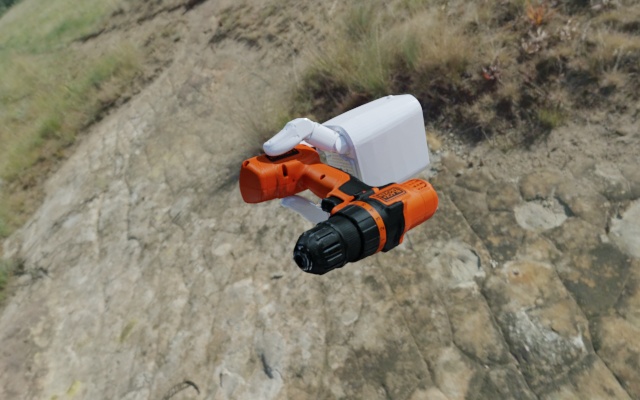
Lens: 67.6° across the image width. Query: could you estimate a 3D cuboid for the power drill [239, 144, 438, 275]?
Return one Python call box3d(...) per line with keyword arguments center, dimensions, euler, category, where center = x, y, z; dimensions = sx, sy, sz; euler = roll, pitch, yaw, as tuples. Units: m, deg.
box3d(center=(0.000, 0.001, 0.495), dimensions=(0.184, 0.057, 0.187), euler=(-21, 35, -41), category="power drill")
